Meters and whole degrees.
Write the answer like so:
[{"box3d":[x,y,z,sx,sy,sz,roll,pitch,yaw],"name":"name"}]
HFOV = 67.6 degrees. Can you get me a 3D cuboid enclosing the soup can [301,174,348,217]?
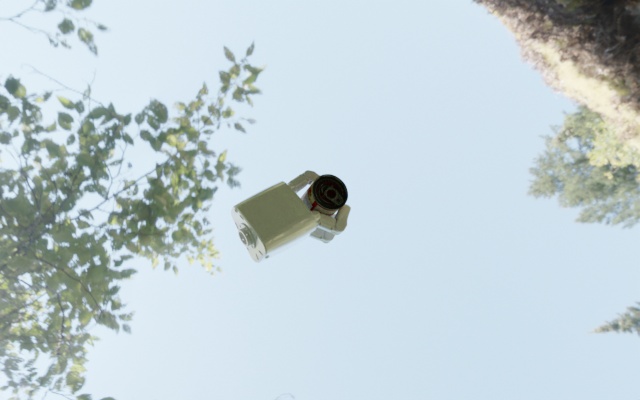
[{"box3d":[0.000,0.003,0.875,0.068,0.068,0.102,0,-21,-22],"name":"soup can"}]
